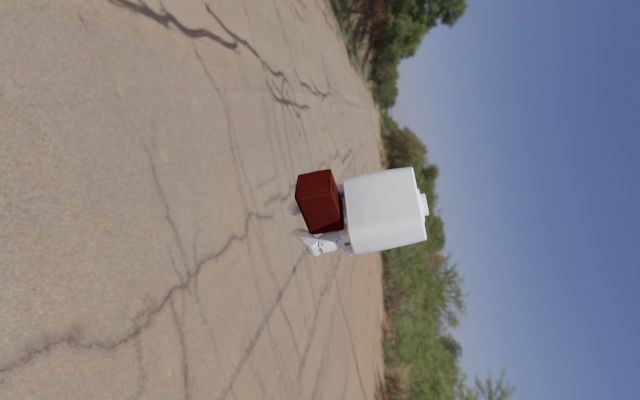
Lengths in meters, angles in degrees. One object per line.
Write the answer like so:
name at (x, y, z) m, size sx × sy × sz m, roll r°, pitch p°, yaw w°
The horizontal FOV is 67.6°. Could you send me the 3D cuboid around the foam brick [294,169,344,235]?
foam brick at (0.000, 0.002, 0.686) m, size 0.051 × 0.078 × 0.053 m, roll -10°, pitch 41°, yaw 13°
